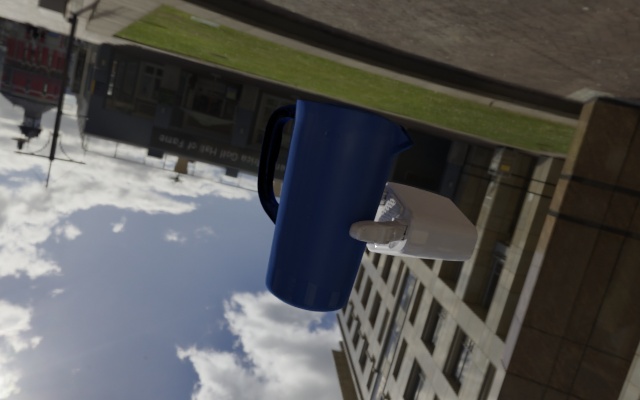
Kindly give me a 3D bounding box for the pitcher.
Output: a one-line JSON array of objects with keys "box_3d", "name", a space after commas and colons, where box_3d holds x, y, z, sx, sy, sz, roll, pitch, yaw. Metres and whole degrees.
[{"box_3d": [0.000, 0.002, 0.588, 0.145, 0.243, 0.149, 11, 9, -23], "name": "pitcher"}]
